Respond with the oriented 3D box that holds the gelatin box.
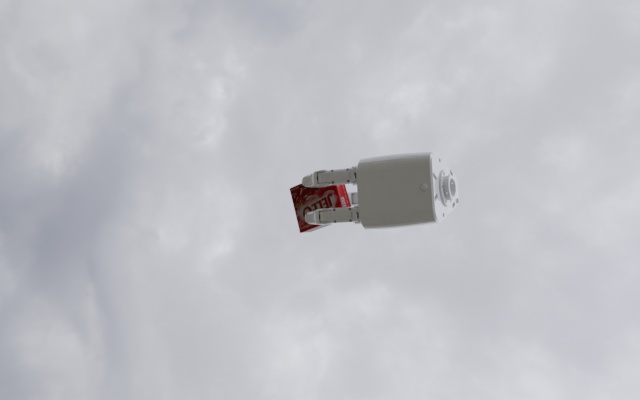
[{"bbox_3d":[0.000,0.002,0.723,0.089,0.073,0.030,-22,-13,35],"label":"gelatin box"}]
